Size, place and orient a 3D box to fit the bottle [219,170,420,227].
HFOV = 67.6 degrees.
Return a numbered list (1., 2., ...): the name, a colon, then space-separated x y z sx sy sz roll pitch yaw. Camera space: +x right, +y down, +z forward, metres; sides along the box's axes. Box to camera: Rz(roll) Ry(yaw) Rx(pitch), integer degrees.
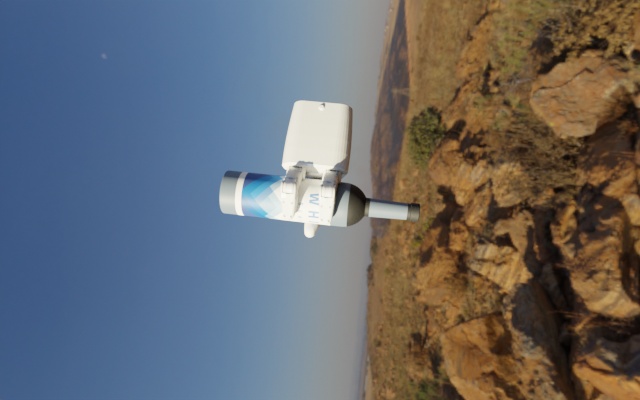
1. bottle: 0.000 0.002 0.721 0.296 0.069 0.069 6 1 6
